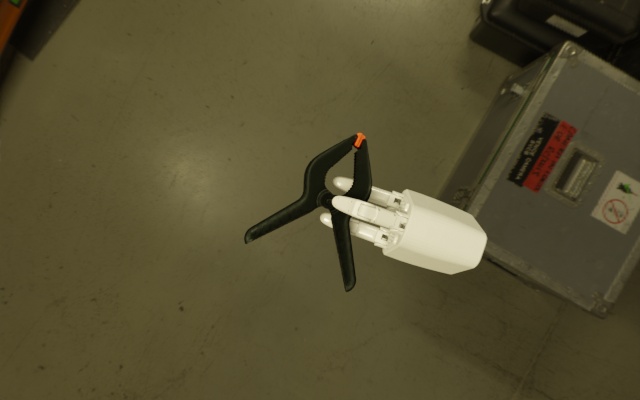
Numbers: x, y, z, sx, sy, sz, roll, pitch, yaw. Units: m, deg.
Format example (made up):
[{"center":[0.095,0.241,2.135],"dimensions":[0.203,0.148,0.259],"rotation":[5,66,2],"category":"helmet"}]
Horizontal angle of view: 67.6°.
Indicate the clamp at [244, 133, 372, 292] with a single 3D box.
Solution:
[{"center":[0.001,0.002,0.649],"dimensions":[0.164,0.210,0.036],"rotation":[19,1,-4],"category":"clamp"}]
